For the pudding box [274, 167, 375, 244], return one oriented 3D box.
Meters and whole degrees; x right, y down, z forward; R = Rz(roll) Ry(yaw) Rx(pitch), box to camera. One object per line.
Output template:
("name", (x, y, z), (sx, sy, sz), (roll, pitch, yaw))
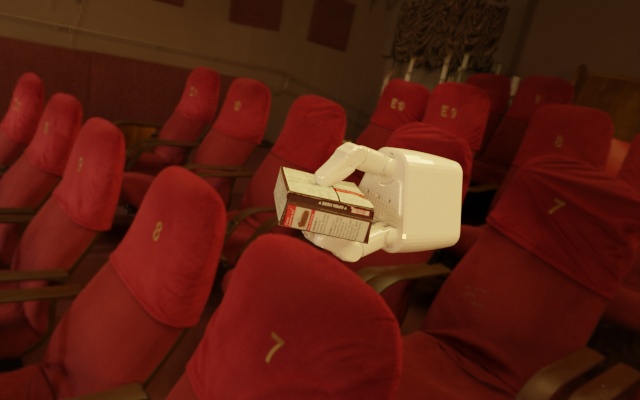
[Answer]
("pudding box", (0.000, 0.001, 0.494), (0.090, 0.039, 0.113), (12, 13, -11))
